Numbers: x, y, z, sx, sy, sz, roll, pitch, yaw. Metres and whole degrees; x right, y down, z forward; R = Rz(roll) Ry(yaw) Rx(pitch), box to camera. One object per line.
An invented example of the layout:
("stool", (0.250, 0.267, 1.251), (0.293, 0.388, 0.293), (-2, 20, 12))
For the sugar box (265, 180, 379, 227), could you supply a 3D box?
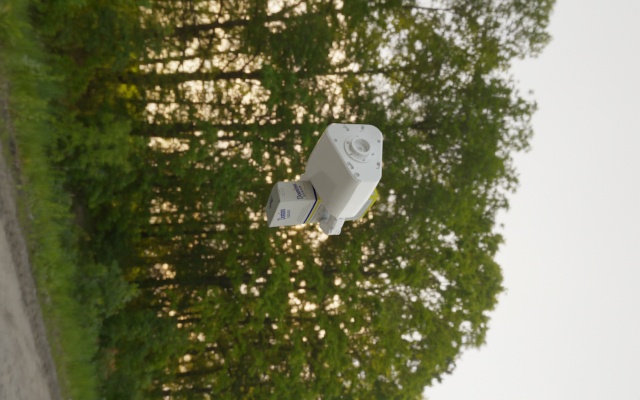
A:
("sugar box", (0.000, 0.002, 0.823), (0.176, 0.048, 0.093), (-1, -29, -20))
